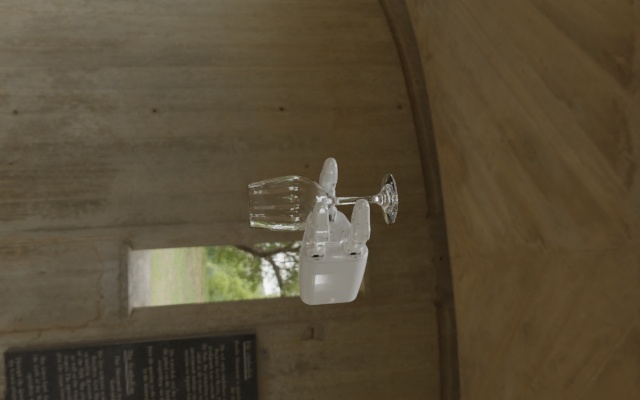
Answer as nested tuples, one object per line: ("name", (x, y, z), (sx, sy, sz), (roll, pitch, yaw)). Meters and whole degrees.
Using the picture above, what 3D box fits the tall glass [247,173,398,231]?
("tall glass", (0.001, 0.002, 0.667), (0.201, 0.079, 0.079), (-2, 0, -9))
